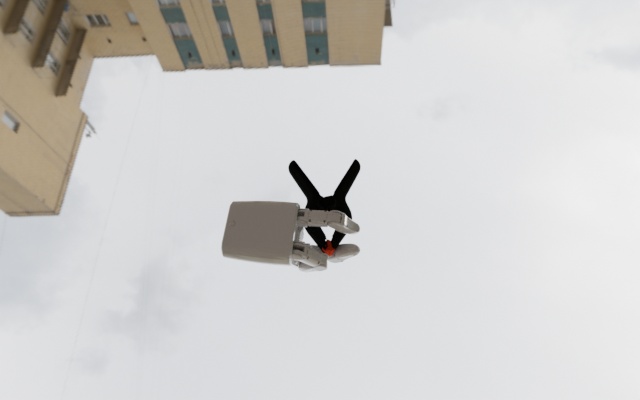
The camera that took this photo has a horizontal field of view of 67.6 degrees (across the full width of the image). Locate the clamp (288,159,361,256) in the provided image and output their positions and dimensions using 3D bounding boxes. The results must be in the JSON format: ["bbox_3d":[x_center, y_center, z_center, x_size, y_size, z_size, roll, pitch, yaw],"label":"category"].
[{"bbox_3d":[0.000,0.003,0.775,0.120,0.171,0.039,4,-28,6],"label":"clamp"}]
